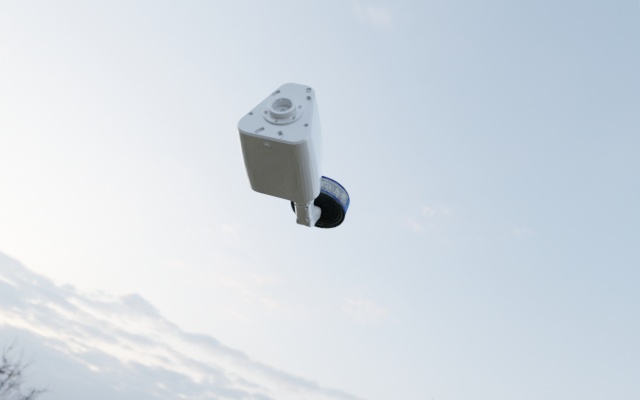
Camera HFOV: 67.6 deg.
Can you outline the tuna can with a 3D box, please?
[{"bbox_3d":[0.000,0.002,0.717,0.086,0.033,0.086,13,-39,11],"label":"tuna can"}]
